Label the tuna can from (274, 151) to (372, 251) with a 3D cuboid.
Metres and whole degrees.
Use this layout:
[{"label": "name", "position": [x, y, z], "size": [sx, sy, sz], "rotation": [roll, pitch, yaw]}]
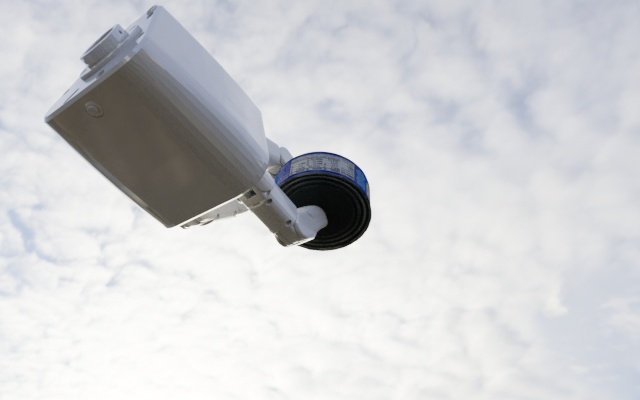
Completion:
[{"label": "tuna can", "position": [0.000, 0.001, 0.405], "size": [0.086, 0.086, 0.033], "rotation": [0, 40, 4]}]
